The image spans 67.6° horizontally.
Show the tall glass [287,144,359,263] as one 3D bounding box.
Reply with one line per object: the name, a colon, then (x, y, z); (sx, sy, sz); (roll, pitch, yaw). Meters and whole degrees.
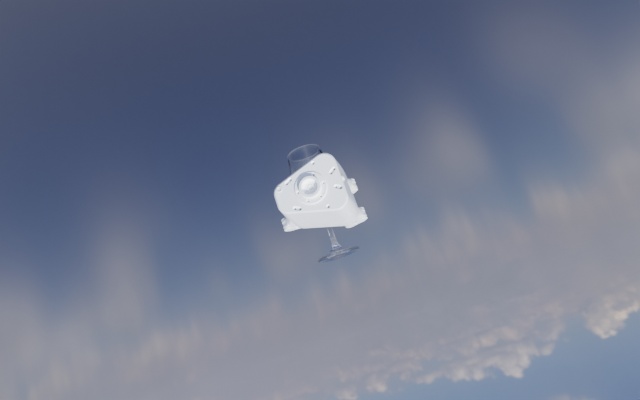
tall glass: (0.000, 0.003, 0.840); (0.079, 0.201, 0.079); (-18, -16, -5)
